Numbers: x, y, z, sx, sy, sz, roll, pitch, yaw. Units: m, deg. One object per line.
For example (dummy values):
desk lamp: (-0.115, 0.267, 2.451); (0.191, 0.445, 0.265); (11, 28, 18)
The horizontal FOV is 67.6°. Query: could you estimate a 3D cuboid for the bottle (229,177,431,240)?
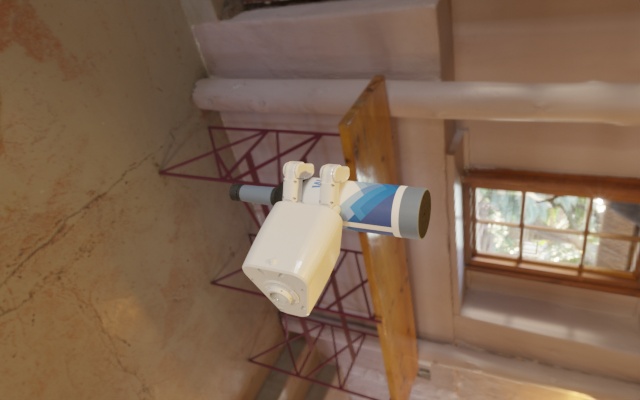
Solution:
bottle: (0.000, 0.002, 0.666); (0.295, 0.069, 0.069); (7, 3, 26)
